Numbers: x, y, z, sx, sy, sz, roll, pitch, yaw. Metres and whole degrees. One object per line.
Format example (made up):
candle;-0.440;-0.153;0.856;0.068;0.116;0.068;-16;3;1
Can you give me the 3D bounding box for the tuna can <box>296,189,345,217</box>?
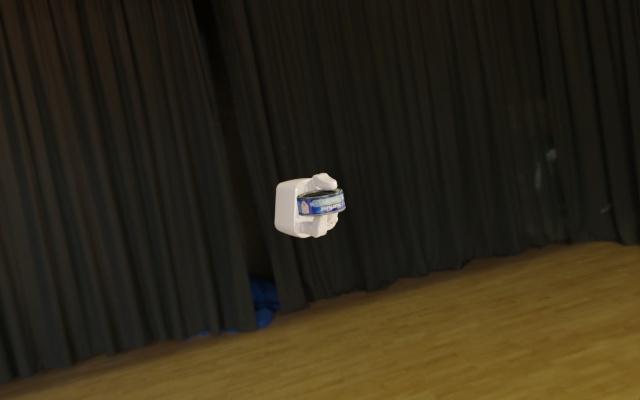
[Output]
tuna can;0.000;0.002;0.854;0.086;0.034;0.086;-8;10;1
